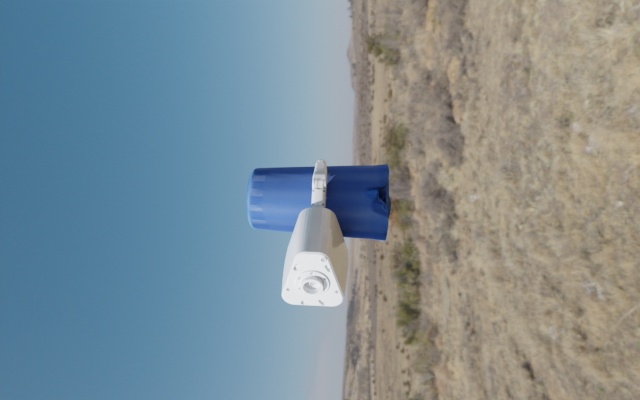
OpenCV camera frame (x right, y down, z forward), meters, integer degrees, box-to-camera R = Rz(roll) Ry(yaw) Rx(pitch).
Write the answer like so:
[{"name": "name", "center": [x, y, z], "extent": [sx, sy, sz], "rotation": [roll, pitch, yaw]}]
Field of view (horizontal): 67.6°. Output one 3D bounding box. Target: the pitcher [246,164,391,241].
[{"name": "pitcher", "center": [0.000, 0.003, 0.844], "extent": [0.243, 0.149, 0.145], "rotation": [2, 36, 3]}]
